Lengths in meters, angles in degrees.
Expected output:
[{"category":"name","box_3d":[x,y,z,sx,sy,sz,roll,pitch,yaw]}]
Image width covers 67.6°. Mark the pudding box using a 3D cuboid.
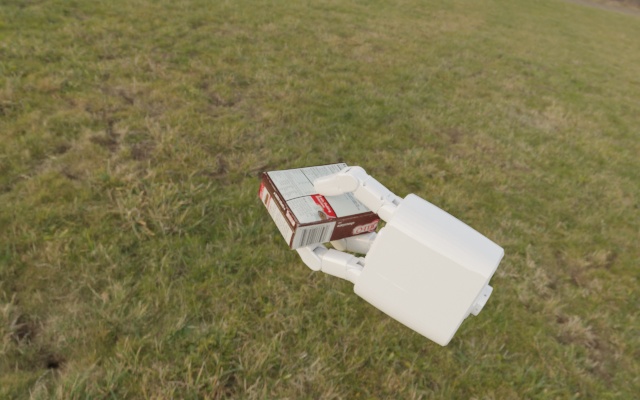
[{"category":"pudding box","box_3d":[0.000,0.002,0.532,0.113,0.039,0.090,-8,45,-32]}]
